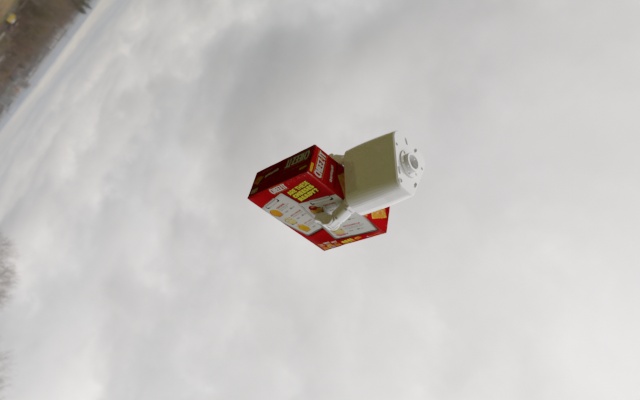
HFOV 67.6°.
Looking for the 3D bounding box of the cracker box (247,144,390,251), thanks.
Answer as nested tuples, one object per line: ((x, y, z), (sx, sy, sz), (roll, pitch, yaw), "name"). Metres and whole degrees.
((0.000, 0.003, 0.892), (0.164, 0.072, 0.214), (-21, -46, 40), "cracker box")
